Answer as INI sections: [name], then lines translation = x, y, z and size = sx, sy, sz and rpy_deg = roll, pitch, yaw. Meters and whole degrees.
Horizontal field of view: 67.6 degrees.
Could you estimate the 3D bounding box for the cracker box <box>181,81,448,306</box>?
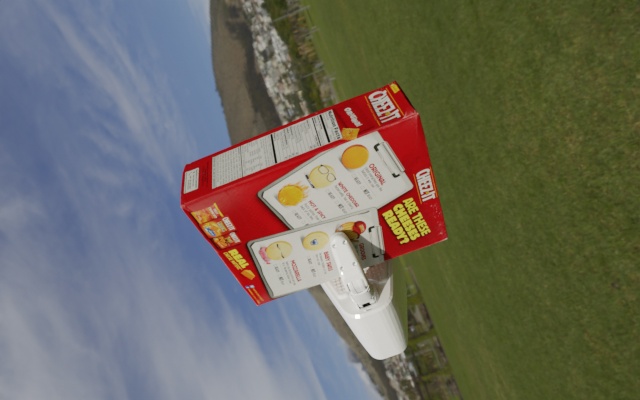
[cracker box]
translation = 0.000, 0.002, 0.465
size = 0.214, 0.164, 0.072
rpy_deg = -21, 42, 5
